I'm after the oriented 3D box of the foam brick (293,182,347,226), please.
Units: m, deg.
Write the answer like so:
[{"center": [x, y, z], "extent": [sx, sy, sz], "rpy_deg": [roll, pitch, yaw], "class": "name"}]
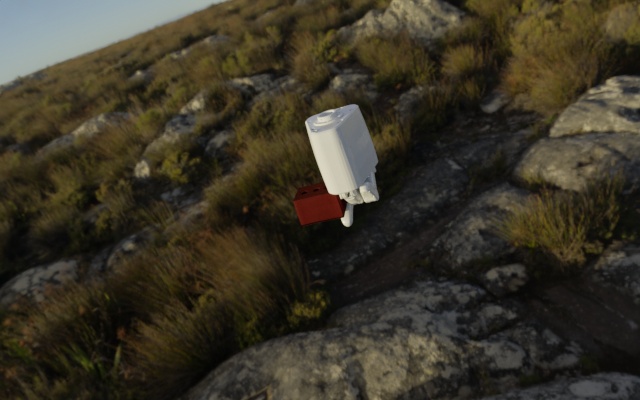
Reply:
[{"center": [0.000, 0.003, 0.811], "extent": [0.078, 0.051, 0.053], "rpy_deg": [-13, 26, 16], "class": "foam brick"}]
